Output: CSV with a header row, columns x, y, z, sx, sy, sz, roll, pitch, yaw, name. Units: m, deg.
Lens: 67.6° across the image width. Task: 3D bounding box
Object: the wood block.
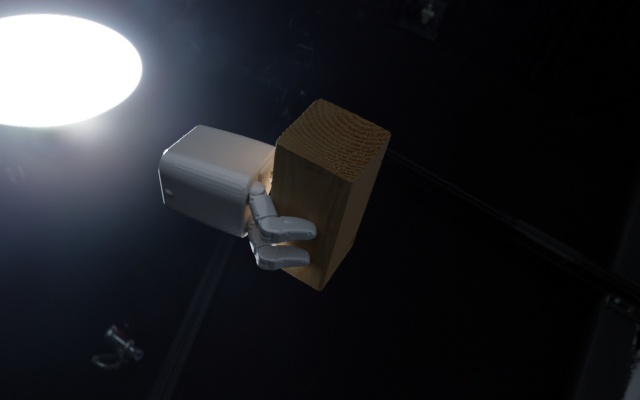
x,y,z,sx,sy,sz,roll,pitch,yaw,name
0.000,0.002,0.552,0.090,0.090,0.206,28,-38,12,wood block
